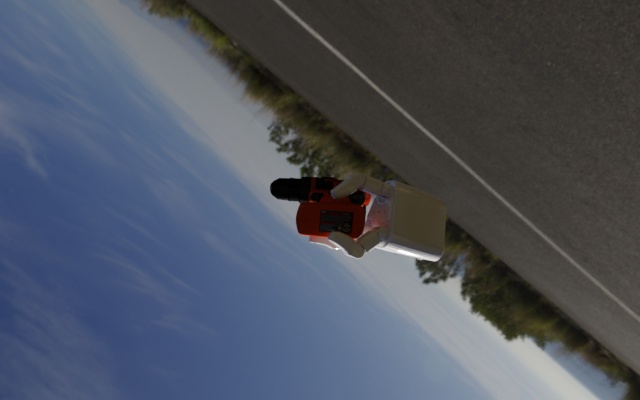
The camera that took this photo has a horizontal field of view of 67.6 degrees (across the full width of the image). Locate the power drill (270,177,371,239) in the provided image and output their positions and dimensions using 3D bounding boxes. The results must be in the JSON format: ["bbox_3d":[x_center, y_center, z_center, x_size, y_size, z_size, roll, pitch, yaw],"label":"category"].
[{"bbox_3d":[0.000,0.003,0.804,0.184,0.057,0.187,3,18,-1],"label":"power drill"}]
